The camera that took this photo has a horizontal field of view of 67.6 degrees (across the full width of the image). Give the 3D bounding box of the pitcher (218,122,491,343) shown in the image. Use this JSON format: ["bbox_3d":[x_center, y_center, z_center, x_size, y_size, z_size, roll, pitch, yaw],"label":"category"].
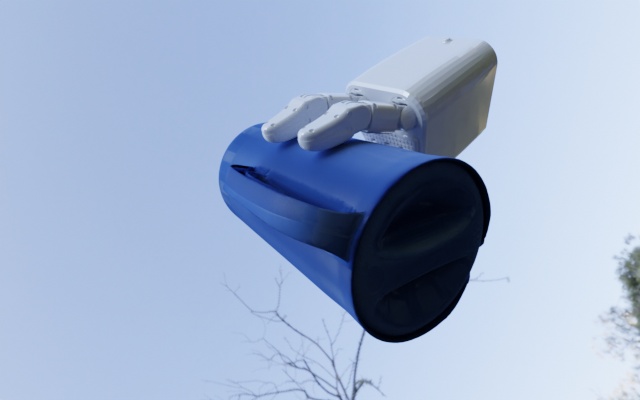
[{"bbox_3d":[0.000,0.001,0.403,0.145,0.149,0.242,-36,35,-21],"label":"pitcher"}]
